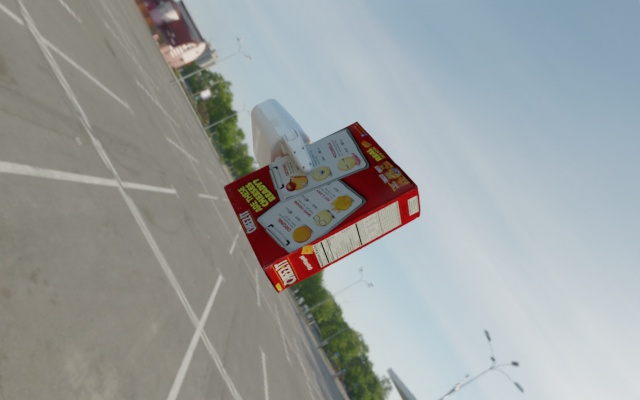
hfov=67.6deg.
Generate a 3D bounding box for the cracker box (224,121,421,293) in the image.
[{"bbox_3d":[0.000,0.002,0.640,0.213,0.072,0.164,-28,47,-7],"label":"cracker box"}]
